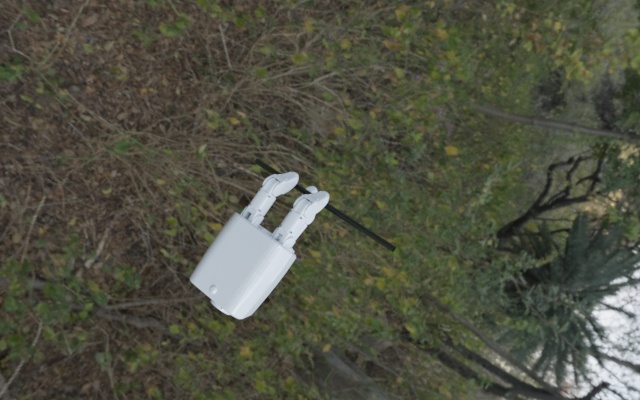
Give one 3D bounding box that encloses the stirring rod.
[{"bbox_3d":[0.000,0.002,0.650,0.239,0.011,0.011,33,14,23],"label":"stirring rod"}]
